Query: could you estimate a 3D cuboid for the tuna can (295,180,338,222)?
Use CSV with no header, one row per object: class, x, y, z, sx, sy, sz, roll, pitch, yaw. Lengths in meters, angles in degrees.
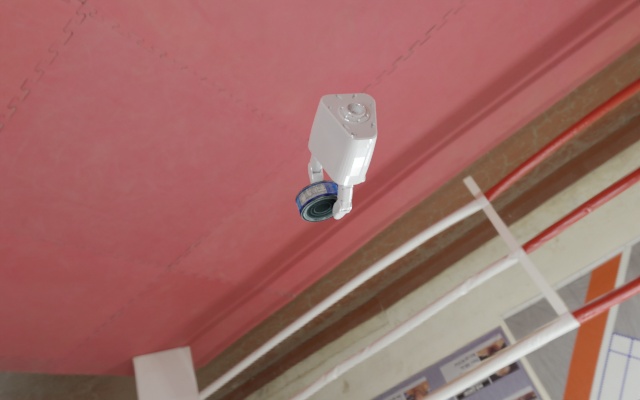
tuna can,0.000,0.003,0.859,0.086,0.033,0.086,-15,-31,-9
